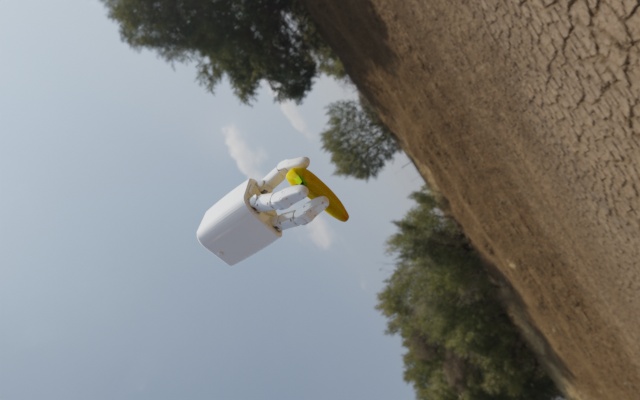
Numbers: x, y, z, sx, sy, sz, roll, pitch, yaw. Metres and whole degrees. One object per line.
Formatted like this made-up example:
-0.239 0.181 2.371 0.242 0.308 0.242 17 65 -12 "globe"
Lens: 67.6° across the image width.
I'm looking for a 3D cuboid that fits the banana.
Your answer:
-0.009 -0.013 0.804 0.037 0.069 0.198 -35 -28 12 "banana"
